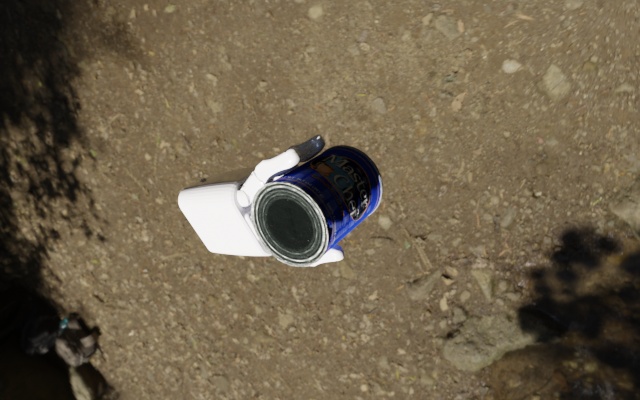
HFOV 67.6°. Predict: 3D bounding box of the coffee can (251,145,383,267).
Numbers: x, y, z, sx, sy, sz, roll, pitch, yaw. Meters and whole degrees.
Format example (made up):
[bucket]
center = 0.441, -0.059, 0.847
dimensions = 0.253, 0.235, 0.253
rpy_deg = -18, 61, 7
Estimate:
[coffee can]
center = 0.000, 0.002, 0.573
dimensions = 0.103, 0.103, 0.140
rpy_deg = 0, 21, 33
